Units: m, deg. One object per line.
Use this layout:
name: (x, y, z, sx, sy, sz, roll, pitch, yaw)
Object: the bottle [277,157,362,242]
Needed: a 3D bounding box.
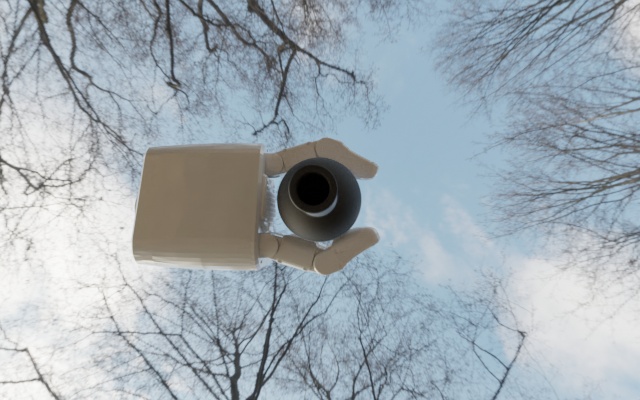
bottle: (0.000, 0.001, 0.410, 0.069, 0.069, 0.296, 0, -3, 2)
